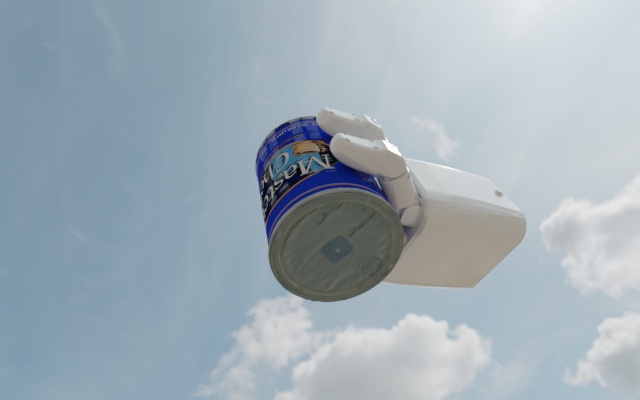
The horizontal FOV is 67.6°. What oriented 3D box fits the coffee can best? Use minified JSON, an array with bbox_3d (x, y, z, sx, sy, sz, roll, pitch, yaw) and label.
[{"bbox_3d":[0.000,0.001,0.411,0.103,0.103,0.140,0,32,-13],"label":"coffee can"}]
